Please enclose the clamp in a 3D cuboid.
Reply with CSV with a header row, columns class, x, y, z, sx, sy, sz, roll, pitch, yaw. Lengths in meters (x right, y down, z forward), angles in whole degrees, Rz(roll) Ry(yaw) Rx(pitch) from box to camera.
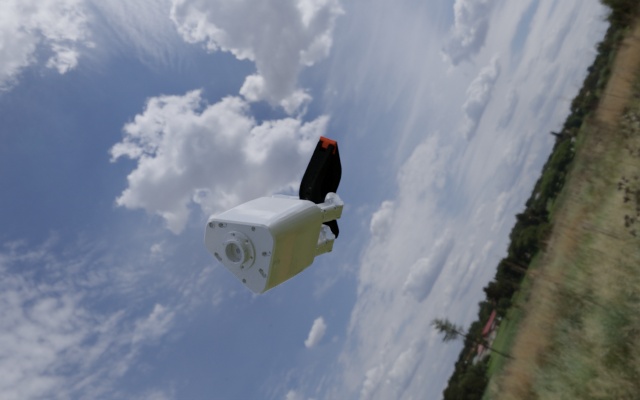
class,x,y,z,sx,sy,sz,roll,pitch,yaw
clamp,-0.001,0.002,0.738,0.036,0.210,0.164,22,23,23
